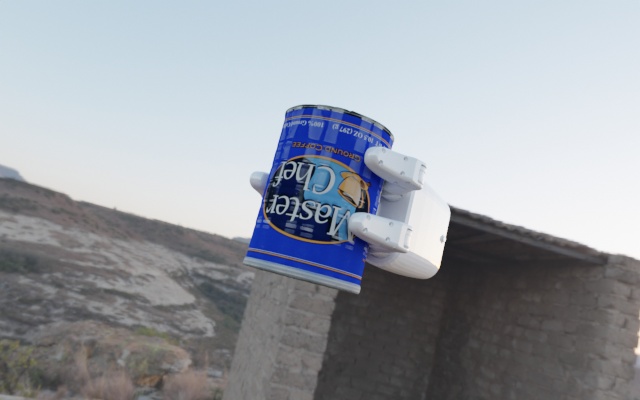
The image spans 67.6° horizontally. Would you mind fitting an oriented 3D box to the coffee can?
[{"bbox_3d":[0.000,0.001,0.421,0.103,0.140,0.103,14,-10,3],"label":"coffee can"}]
